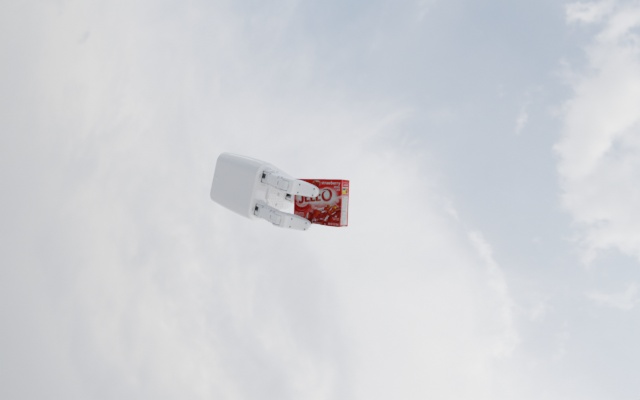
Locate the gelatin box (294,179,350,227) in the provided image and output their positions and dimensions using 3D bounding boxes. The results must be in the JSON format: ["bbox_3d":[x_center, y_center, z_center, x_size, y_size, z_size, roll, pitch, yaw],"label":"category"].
[{"bbox_3d":[0.001,0.002,0.747,0.089,0.073,0.030,3,1,31],"label":"gelatin box"}]
